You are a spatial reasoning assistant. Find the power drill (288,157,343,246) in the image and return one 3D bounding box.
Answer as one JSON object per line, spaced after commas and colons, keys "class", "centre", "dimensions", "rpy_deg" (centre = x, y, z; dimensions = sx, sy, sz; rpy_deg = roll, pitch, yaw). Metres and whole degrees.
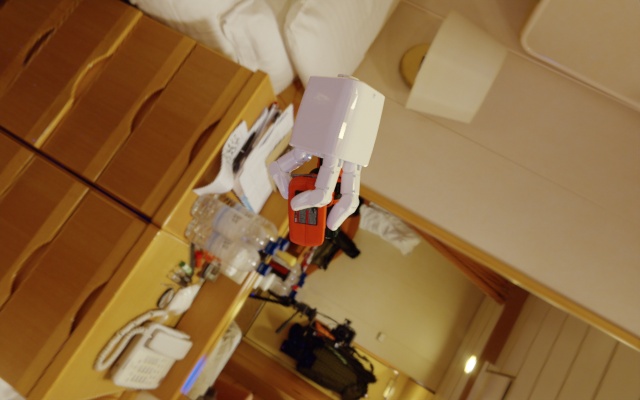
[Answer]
{"class": "power drill", "centre": [0.000, 0.002, 0.770], "dimensions": [0.057, 0.184, 0.187], "rpy_deg": [4, 20, 12]}
